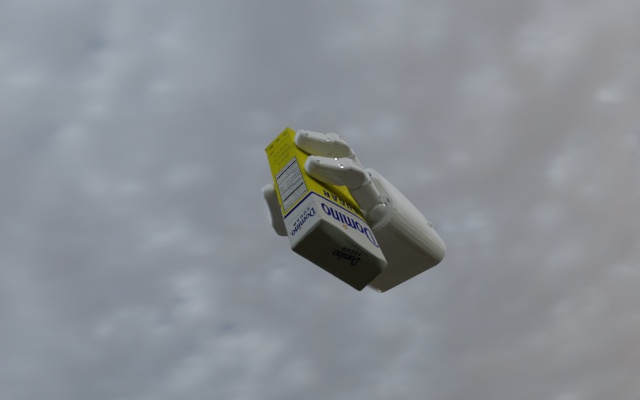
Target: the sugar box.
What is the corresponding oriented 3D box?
[{"bbox_3d":[0.001,0.001,0.482,0.093,0.048,0.176,36,16,-33],"label":"sugar box"}]
